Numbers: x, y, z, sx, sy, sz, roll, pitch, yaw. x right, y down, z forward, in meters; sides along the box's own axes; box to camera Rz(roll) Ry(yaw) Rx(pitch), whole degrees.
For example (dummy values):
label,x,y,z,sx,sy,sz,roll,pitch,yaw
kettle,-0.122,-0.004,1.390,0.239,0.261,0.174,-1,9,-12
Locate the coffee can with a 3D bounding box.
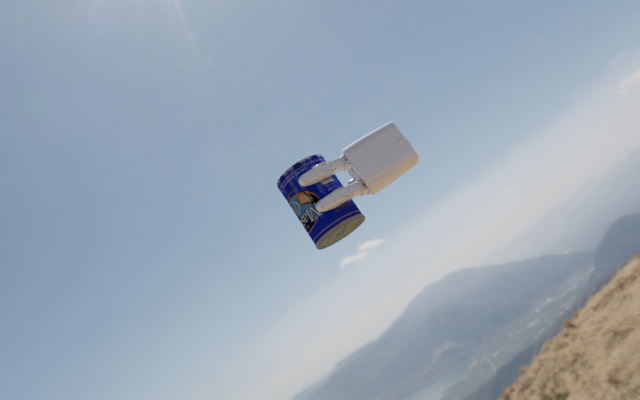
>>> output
label,x,y,z,sx,sy,sz,roll,pitch,yaw
coffee can,0.000,0.003,0.864,0.103,0.140,0.103,-31,-16,-10
